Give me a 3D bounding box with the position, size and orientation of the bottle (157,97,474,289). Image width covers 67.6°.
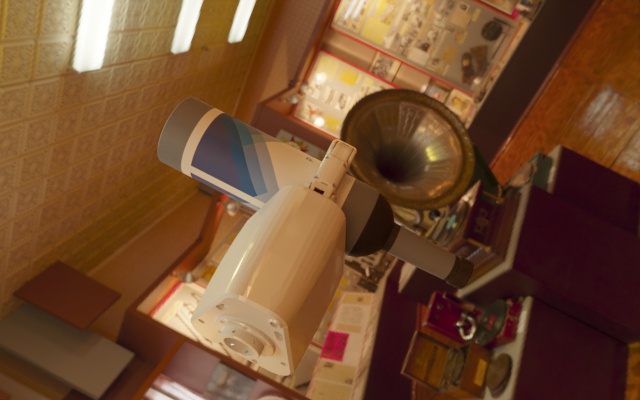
[{"bbox_3d":[0.000,0.001,0.434,0.296,0.069,0.069,27,1,2],"label":"bottle"}]
